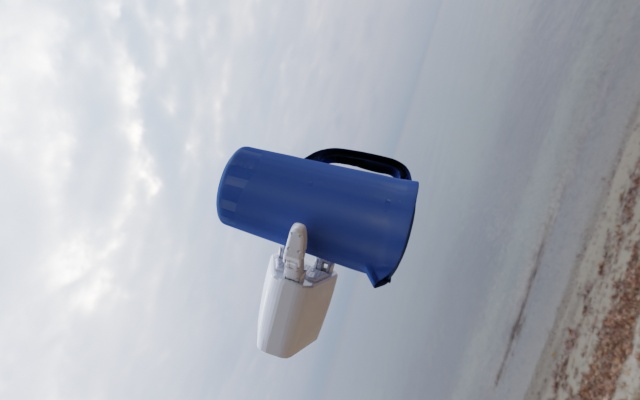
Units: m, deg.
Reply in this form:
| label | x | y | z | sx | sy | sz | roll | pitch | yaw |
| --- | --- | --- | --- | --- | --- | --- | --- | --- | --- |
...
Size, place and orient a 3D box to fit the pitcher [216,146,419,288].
| label | x | y | z | sx | sy | sz | roll | pitch | yaw |
| --- | --- | --- | --- | --- | --- | --- | --- | --- | --- |
| pitcher | 0.000 | 0.002 | 0.621 | 0.243 | 0.145 | 0.149 | 16 | 13 | 7 |
